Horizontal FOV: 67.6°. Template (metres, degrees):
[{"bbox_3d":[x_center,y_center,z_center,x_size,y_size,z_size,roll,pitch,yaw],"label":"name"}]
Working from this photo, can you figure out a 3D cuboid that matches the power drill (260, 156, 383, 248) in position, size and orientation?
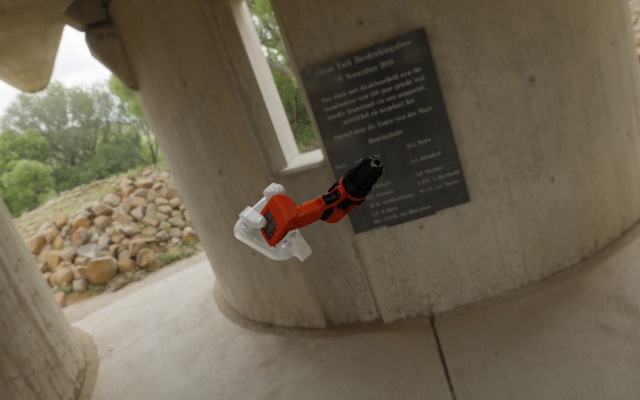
[{"bbox_3d":[0.000,0.003,0.783,0.187,0.057,0.184,-18,-21,-34],"label":"power drill"}]
